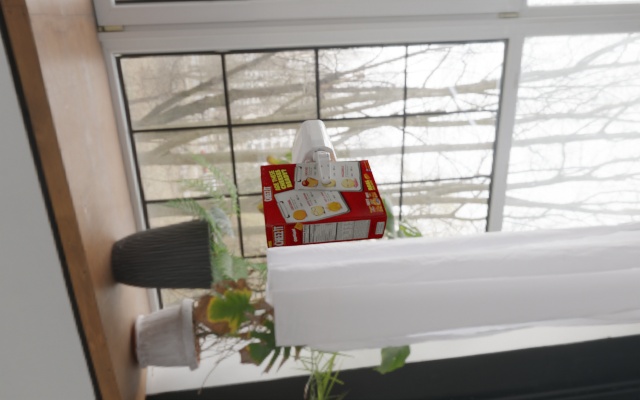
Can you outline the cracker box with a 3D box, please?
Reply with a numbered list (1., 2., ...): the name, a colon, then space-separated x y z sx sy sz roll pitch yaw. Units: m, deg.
1. cracker box: 0.000 0.003 0.889 0.214 0.072 0.164 -5 43 -7
